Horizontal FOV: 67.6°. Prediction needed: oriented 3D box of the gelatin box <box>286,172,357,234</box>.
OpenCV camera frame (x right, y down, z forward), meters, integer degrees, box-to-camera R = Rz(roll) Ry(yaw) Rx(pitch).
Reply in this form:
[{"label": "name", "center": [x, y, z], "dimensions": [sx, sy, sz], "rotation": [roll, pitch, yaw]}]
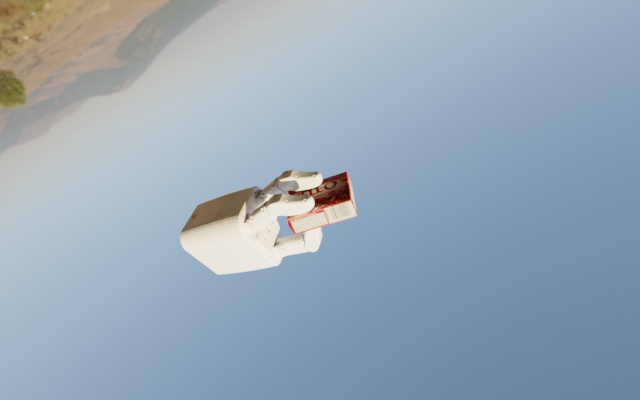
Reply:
[{"label": "gelatin box", "center": [0.001, 0.002, 0.635], "dimensions": [0.089, 0.030, 0.073], "rotation": [-17, 32, 9]}]
